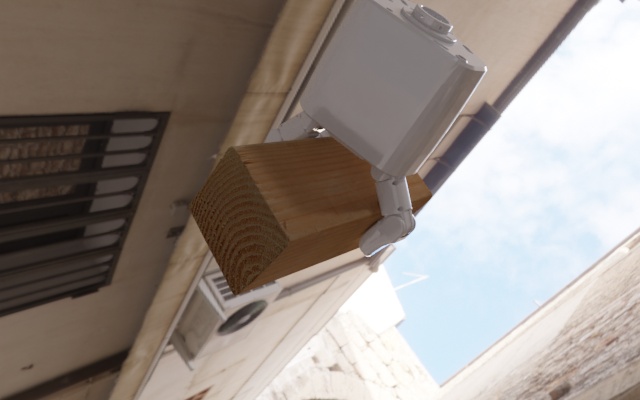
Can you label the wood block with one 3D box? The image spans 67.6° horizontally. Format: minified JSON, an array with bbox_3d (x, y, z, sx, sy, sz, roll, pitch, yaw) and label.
[{"bbox_3d":[0.001,0.001,0.443,0.206,0.090,0.090,-14,-24,-47],"label":"wood block"}]
